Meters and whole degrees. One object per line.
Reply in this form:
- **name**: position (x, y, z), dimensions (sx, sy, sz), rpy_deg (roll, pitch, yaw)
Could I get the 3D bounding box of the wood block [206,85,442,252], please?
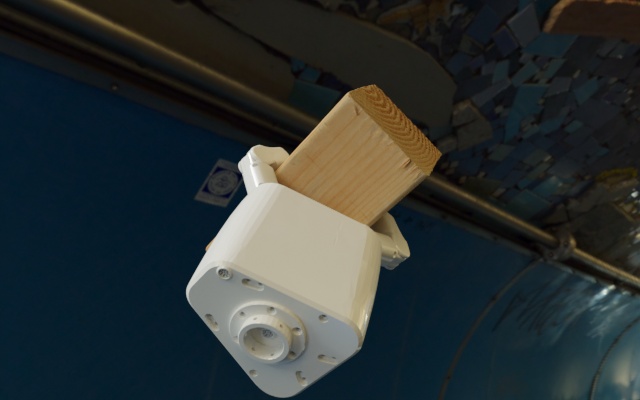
- **wood block**: position (0.000, 0.001, 0.443), dimensions (0.206, 0.091, 0.090), rpy_deg (-44, -2, 27)
